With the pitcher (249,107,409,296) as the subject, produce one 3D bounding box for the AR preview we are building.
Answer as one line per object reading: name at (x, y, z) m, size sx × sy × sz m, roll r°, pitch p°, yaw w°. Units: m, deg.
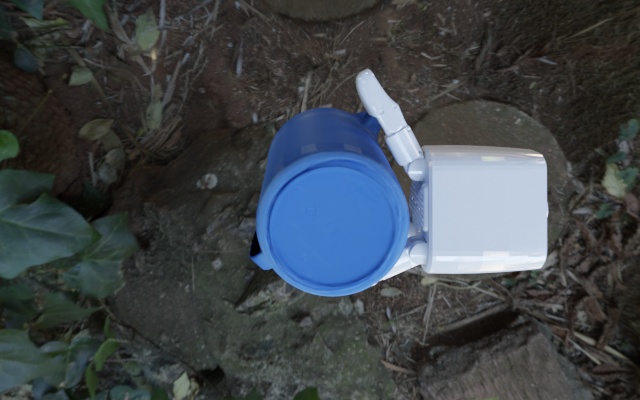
pitcher at (0.000, -0.003, 0.442) m, size 0.145 × 0.149 × 0.242 m, roll 0°, pitch 15°, yaw 0°
